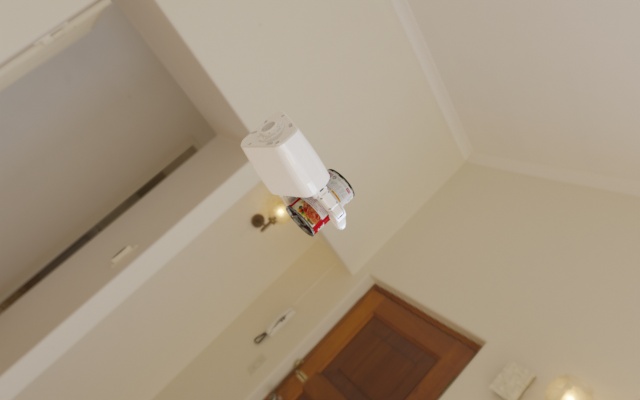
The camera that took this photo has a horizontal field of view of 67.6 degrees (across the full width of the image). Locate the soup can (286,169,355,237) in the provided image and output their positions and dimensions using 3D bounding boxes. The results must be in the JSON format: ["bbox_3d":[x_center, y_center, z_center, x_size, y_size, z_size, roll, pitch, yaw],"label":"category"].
[{"bbox_3d":[0.001,0.003,0.817,0.102,0.068,0.068,-43,14,-15],"label":"soup can"}]
